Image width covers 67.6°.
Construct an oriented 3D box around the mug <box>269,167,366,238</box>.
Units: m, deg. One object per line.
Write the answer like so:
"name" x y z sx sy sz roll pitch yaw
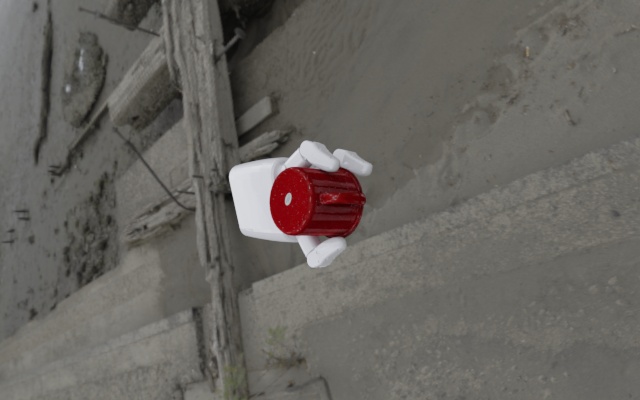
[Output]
"mug" 0.001 0.002 0.573 0.081 0.093 0.117 3 -3 -44
